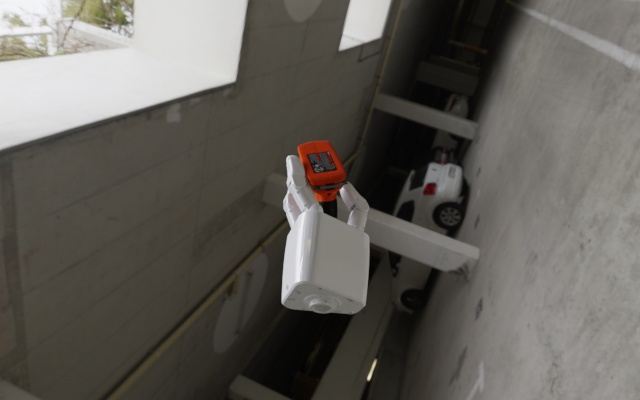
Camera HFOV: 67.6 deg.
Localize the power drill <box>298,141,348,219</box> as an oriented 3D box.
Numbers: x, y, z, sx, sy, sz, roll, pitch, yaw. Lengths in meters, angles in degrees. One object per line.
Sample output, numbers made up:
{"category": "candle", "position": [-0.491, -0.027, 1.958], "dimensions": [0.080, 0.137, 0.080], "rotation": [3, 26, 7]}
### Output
{"category": "power drill", "position": [0.000, 0.002, 0.765], "dimensions": [0.057, 0.188, 0.184], "rotation": [-12, 39, -10]}
